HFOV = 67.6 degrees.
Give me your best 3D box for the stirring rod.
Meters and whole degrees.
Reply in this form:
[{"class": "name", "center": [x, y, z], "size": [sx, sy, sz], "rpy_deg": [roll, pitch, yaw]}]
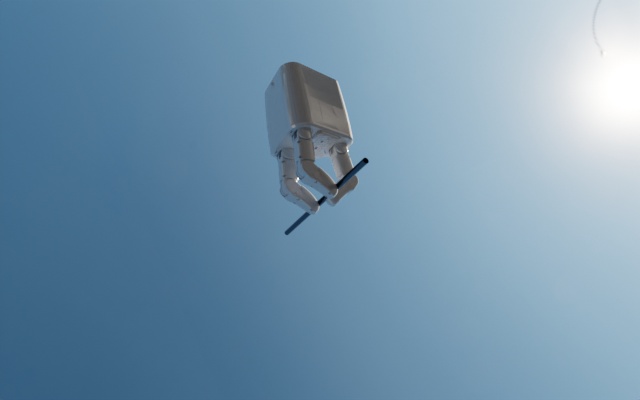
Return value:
[{"class": "stirring rod", "center": [0.000, 0.002, 0.655], "size": [0.011, 0.011, 0.240], "rpy_deg": [0, -24, -29]}]
